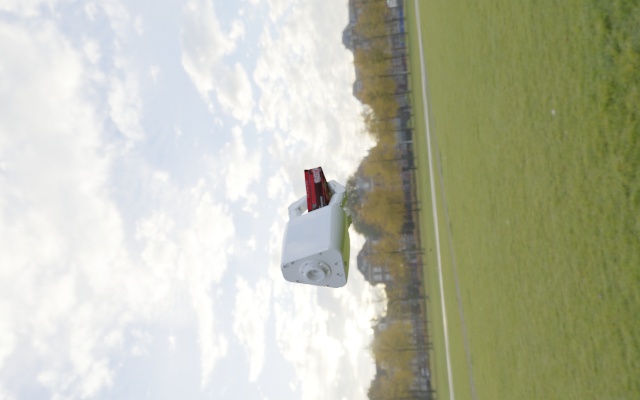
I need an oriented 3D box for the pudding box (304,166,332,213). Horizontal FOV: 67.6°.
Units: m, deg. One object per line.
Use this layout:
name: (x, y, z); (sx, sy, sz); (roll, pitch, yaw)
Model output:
pudding box: (0.000, 0.003, 0.882); (0.039, 0.090, 0.113); (-8, -26, 6)
